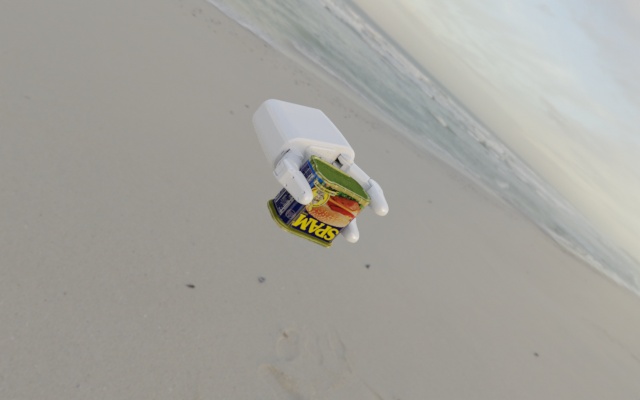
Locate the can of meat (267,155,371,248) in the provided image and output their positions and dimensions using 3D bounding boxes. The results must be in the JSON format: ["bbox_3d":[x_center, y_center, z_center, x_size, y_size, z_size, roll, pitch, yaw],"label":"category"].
[{"bbox_3d":[0.000,0.002,0.592,0.102,0.084,0.057,26,25,-39],"label":"can of meat"}]
